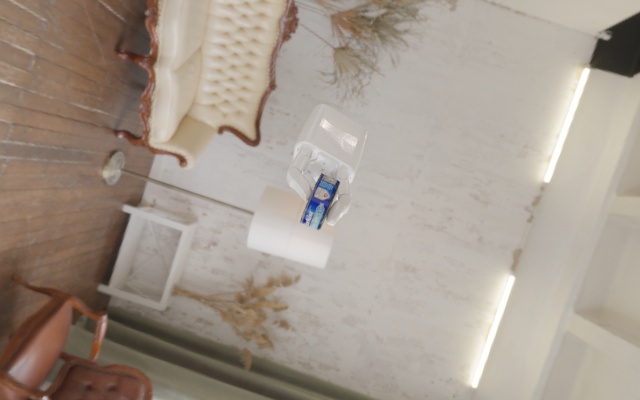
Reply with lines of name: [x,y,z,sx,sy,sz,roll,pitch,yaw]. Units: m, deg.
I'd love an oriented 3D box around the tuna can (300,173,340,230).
tuna can: [0.001,0.003,0.747,0.034,0.086,0.086,23,1,2]
